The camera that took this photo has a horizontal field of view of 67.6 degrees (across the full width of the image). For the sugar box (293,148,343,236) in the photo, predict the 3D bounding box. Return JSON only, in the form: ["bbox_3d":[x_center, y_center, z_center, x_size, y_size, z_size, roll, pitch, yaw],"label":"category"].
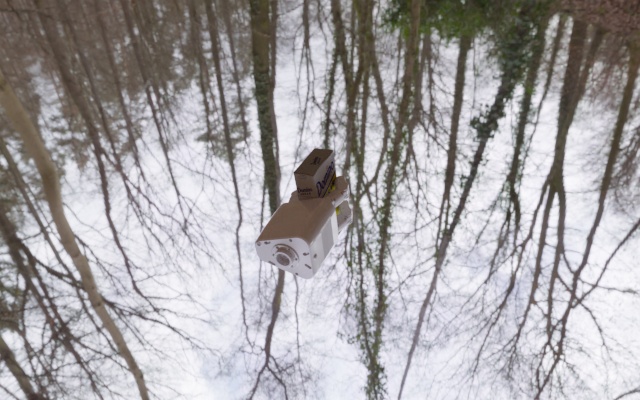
[{"bbox_3d":[0.001,0.003,0.880,0.048,0.176,0.093,9,37,22],"label":"sugar box"}]
